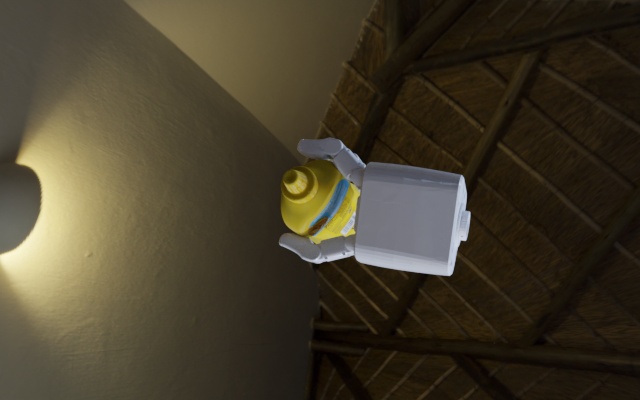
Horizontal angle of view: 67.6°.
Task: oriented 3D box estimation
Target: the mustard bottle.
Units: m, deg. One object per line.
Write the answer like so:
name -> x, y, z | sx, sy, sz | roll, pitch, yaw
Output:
mustard bottle -> 0.000, 0.002, 0.590 | 0.058, 0.096, 0.192 | 35, -2, 25
